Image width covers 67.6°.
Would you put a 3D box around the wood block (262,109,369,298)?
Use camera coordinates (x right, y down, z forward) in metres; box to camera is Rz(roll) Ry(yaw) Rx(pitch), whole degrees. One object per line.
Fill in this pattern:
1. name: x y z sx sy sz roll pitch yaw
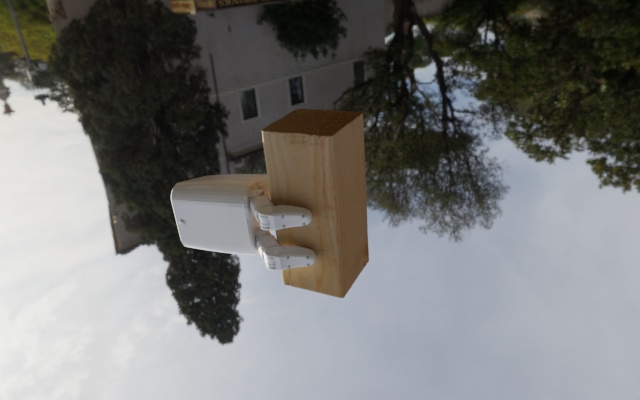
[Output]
1. wood block: 0.000 0.002 0.584 0.090 0.206 0.090 8 30 24
